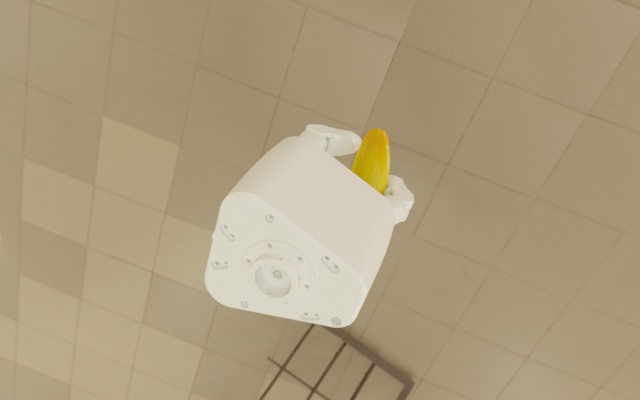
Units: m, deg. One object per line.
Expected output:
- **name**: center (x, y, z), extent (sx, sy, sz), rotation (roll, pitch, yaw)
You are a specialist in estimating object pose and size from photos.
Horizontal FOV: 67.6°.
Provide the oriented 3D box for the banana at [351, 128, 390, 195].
- **banana**: center (0.011, 0.017, 0.466), extent (0.198, 0.069, 0.037), rotation (-43, 3, 32)
